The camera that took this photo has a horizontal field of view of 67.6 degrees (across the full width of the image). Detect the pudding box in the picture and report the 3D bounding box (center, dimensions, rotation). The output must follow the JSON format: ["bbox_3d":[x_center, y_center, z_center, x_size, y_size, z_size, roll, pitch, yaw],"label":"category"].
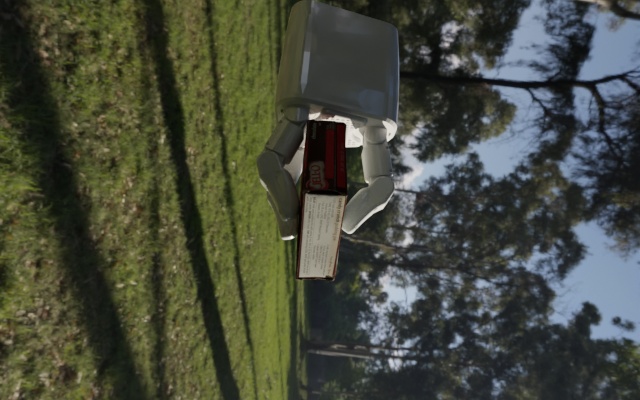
[{"bbox_3d":[0.000,0.001,0.412,0.039,0.114,0.090,3,45,0],"label":"pudding box"}]
